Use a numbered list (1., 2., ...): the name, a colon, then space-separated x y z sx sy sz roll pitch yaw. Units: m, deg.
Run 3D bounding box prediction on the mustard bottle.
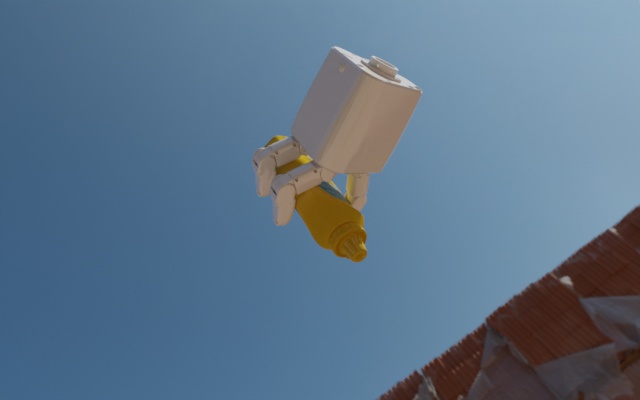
1. mustard bottle: 0.000 0.002 0.558 0.096 0.058 0.191 39 10 -46
